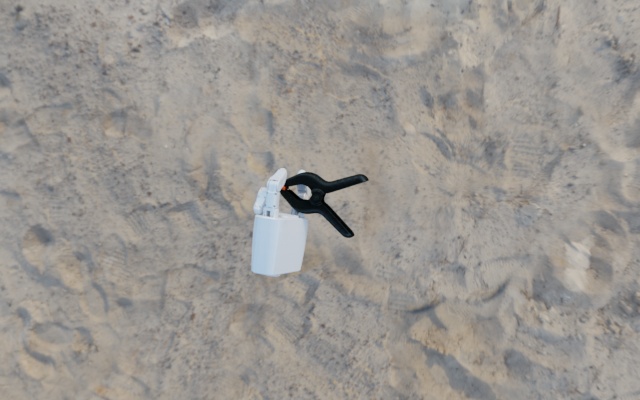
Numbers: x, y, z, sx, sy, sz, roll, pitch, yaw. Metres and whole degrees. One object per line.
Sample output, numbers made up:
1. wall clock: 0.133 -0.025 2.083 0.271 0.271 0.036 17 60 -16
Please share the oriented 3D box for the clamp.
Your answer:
1. clamp: 0.000 0.003 0.891 0.171 0.120 0.039 7 3 16
